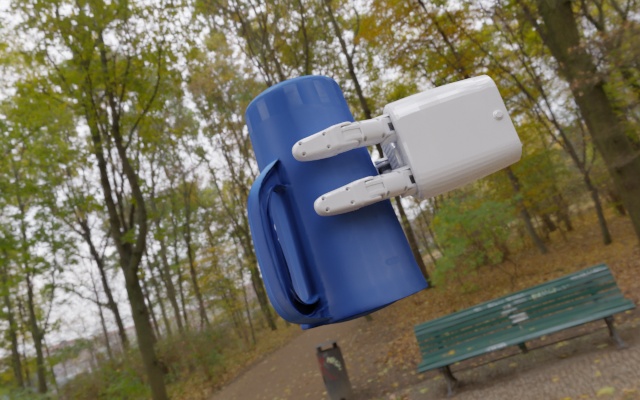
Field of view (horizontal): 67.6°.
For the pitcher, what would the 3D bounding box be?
[{"bbox_3d":[0.000,0.002,0.487,0.145,0.243,0.149,-19,-10,-2],"label":"pitcher"}]
